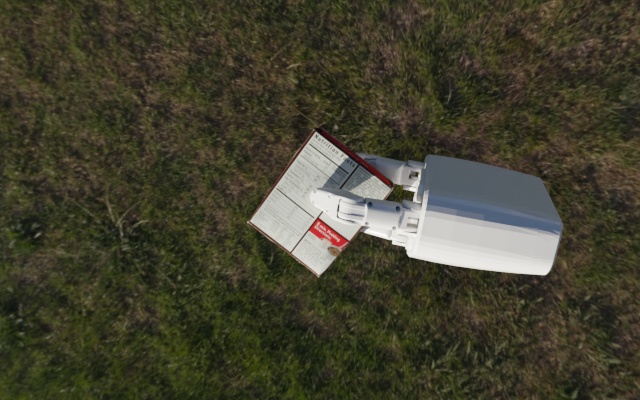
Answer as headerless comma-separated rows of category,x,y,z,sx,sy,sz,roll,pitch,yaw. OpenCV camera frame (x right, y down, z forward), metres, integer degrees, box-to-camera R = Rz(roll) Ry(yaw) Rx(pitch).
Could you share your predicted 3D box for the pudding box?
pudding box,0.000,0.002,0.447,0.090,0.113,0.039,38,12,1
